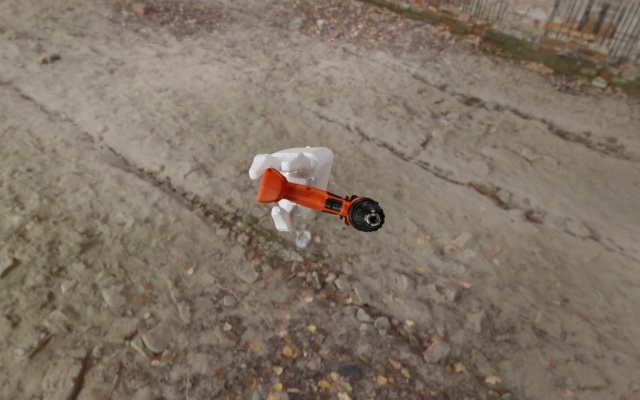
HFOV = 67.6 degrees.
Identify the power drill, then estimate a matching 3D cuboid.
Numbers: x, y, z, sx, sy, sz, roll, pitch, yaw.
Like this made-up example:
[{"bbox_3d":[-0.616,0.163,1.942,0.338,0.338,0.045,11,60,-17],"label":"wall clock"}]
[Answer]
[{"bbox_3d":[0.000,0.002,0.730,0.187,0.057,0.184,18,0,-5],"label":"power drill"}]
